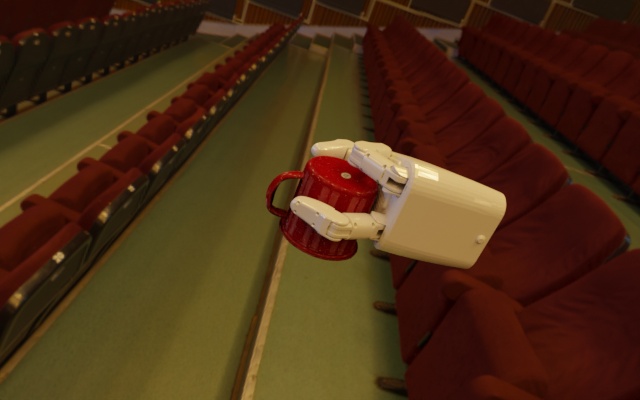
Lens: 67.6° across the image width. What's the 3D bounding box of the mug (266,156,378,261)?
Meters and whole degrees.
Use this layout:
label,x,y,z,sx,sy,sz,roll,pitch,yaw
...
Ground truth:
label,x,y,z,sx,sy,sz,roll,pitch,yaw
mug,-0.001,0.001,0.511,0.117,0.081,0.093,15,27,-13
